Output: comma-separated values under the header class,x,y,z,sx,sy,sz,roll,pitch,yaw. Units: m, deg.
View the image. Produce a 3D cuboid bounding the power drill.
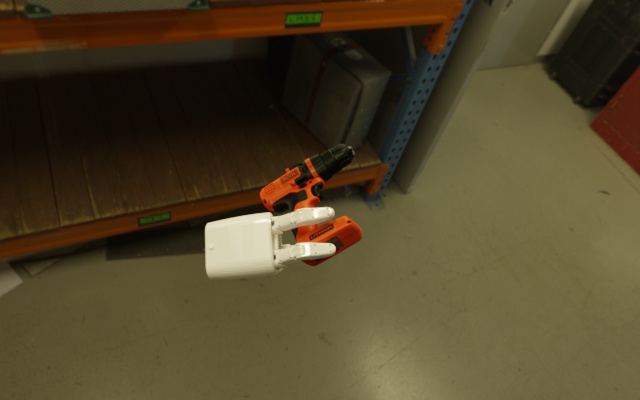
class,x,y,z,sx,sy,sz,roll,pitch,yaw
power drill,0.000,0.003,0.795,0.184,0.187,0.057,-32,-44,7
